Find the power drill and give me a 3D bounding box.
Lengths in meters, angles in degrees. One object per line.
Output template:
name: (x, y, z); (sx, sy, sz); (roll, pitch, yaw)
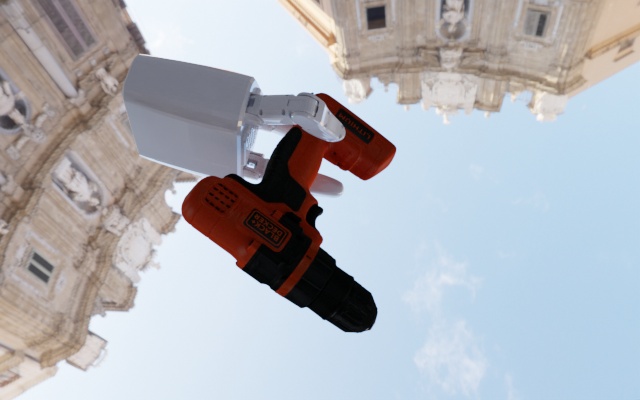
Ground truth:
power drill: (0.000, 0.001, 0.429); (0.184, 0.187, 0.057); (37, -38, -5)
